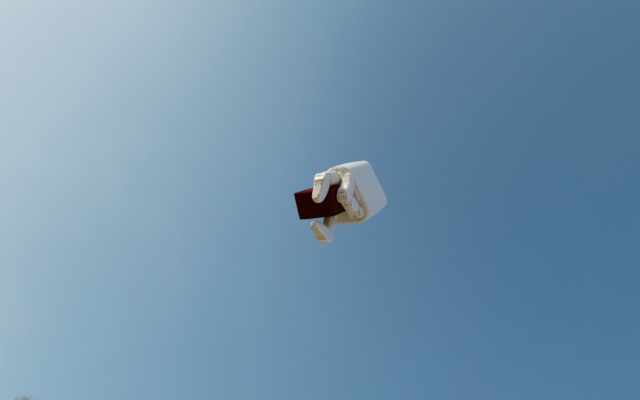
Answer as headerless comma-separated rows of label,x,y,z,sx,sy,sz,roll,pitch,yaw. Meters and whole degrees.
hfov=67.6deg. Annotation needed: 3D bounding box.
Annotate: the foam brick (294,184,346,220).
foam brick,0.000,0.003,0.886,0.078,0.053,0.051,-6,8,31
